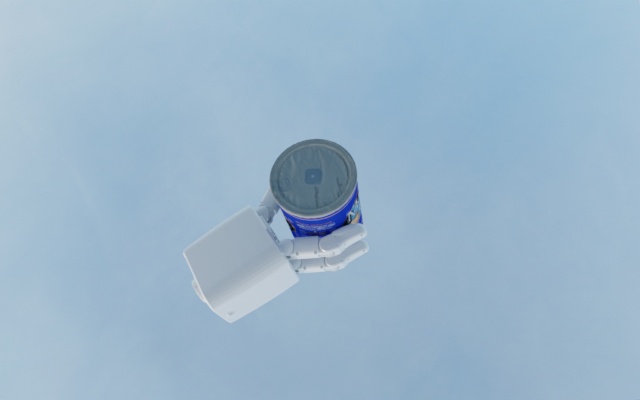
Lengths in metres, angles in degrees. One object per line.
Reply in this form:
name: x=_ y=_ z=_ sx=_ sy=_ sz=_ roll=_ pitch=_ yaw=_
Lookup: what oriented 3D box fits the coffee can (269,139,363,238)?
coffee can: x=0.000 y=0.002 z=0.611 sx=0.103 sy=0.102 sz=0.140 roll=0 pitch=-26 yaw=8
